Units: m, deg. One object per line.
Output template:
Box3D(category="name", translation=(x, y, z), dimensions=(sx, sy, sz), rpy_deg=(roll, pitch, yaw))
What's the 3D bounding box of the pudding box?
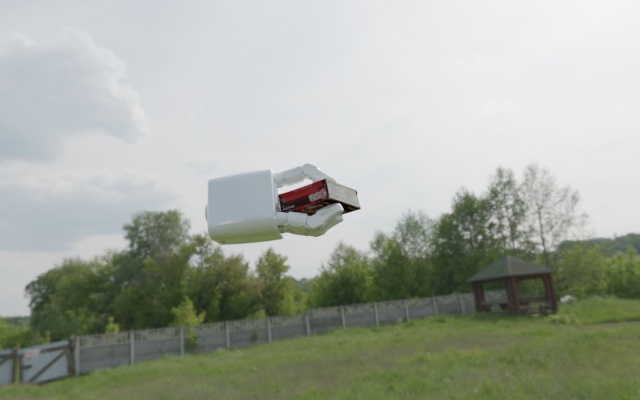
Box3D(category="pudding box", translation=(0.000, 0.002, 0.771), dimensions=(0.090, 0.039, 0.113), rpy_deg=(-17, -15, 28))
